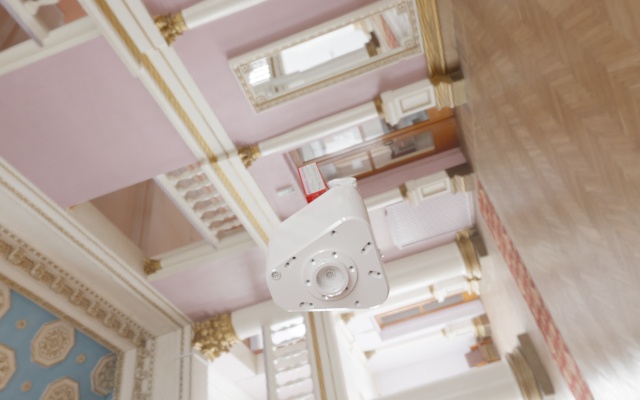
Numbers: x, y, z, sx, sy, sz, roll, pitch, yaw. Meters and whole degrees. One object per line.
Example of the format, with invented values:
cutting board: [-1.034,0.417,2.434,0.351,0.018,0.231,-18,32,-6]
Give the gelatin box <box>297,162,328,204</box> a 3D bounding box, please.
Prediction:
gelatin box: [0.000,0.002,0.604,0.030,0.073,0.089,-20,28,-1]
